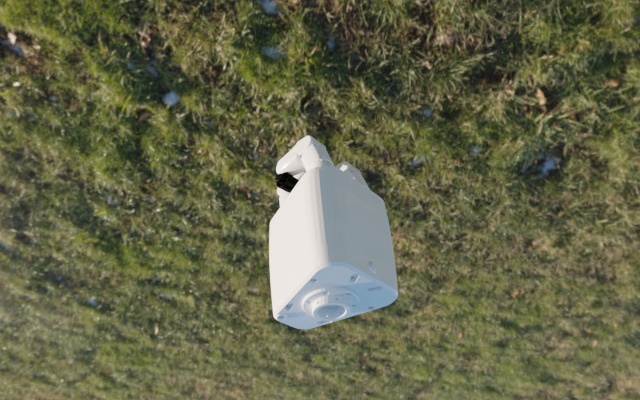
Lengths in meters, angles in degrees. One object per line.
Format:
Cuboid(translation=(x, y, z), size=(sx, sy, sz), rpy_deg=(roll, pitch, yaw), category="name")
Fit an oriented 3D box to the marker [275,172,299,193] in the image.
Cuboid(translation=(0.000, 0.002, 0.522), size=(0.121, 0.020, 0.020), rpy_deg=(31, -18, -34), category="marker")
